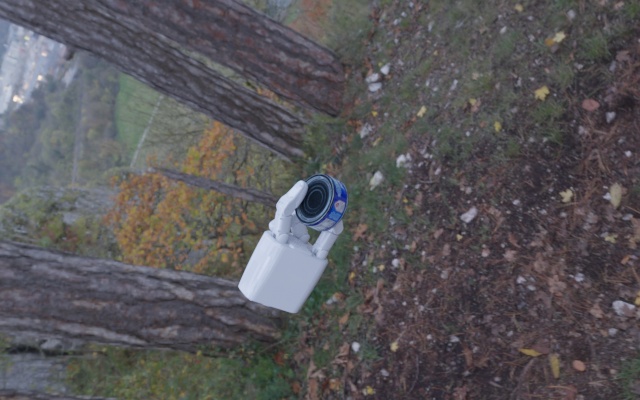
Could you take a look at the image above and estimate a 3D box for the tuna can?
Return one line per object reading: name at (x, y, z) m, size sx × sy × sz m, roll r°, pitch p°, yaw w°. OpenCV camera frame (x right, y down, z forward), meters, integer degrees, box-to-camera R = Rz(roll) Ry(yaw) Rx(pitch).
tuna can at (0.000, 0.002, 0.740) m, size 0.086 × 0.086 × 0.034 m, roll 0°, pitch -18°, yaw 45°
